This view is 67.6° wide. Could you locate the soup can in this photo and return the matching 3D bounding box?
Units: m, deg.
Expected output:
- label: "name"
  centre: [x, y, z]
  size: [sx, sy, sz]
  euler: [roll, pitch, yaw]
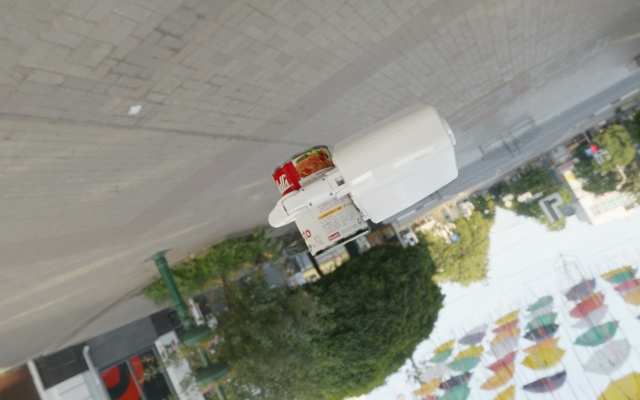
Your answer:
- label: "soup can"
  centre: [0.000, 0.002, 0.510]
  size: [0.068, 0.102, 0.068]
  euler: [-27, -8, -4]
